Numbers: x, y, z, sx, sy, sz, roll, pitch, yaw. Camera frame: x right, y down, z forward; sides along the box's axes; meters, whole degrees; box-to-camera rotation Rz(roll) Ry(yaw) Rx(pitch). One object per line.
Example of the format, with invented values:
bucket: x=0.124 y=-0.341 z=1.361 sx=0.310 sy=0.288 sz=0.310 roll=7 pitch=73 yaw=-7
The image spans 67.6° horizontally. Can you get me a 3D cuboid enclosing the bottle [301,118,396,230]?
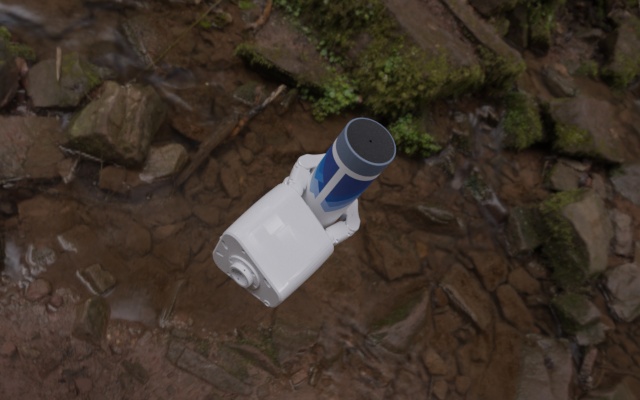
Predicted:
bottle: x=0.000 y=0.002 z=0.660 sx=0.069 sy=0.069 sz=0.296 roll=0 pitch=-28 yaw=-26
